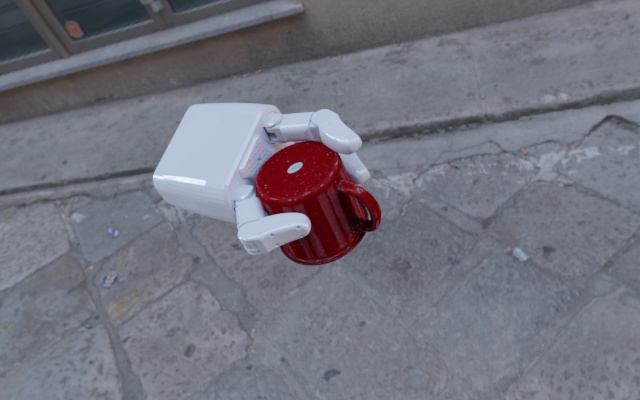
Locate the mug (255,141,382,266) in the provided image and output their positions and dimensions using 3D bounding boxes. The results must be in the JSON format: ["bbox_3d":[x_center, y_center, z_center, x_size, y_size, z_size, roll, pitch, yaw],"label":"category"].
[{"bbox_3d":[0.001,0.002,0.437,0.117,0.093,0.082,12,-37,33],"label":"mug"}]
